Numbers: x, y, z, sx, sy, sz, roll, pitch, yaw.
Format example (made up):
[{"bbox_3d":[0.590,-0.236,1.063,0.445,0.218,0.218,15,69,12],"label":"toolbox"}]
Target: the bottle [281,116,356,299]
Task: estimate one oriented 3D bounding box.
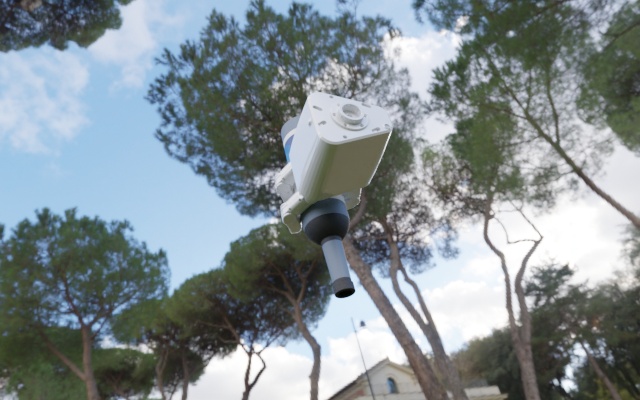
[{"bbox_3d":[0.000,0.002,0.689,0.069,0.295,0.069,-10,-35,-7],"label":"bottle"}]
